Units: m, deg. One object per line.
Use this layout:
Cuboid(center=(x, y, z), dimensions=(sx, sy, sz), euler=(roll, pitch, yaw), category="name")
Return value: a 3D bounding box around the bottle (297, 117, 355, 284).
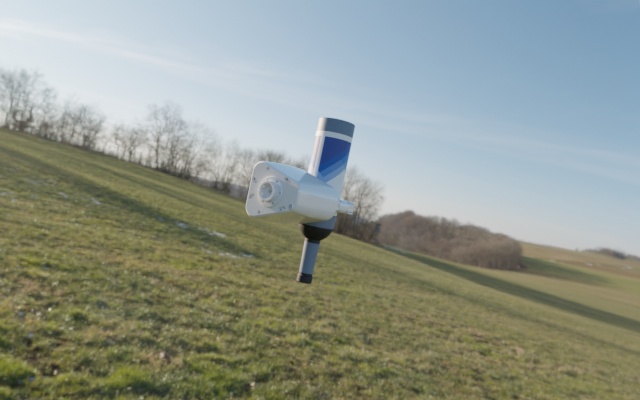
Cuboid(center=(0.000, 0.003, 0.859), dimensions=(0.069, 0.295, 0.069), euler=(12, 0, 0), category="bottle")
